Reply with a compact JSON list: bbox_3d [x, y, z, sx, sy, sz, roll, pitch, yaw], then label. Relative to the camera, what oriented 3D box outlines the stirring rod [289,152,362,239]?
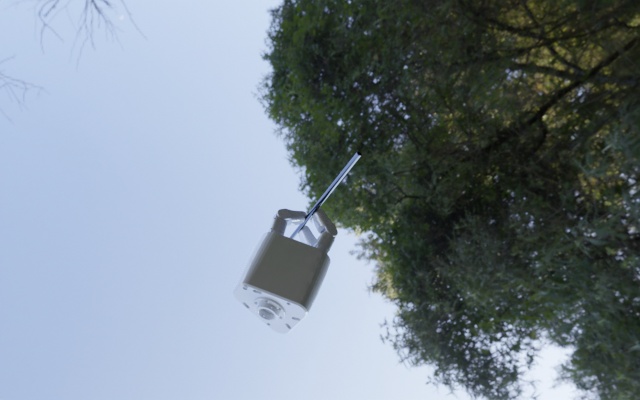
[{"bbox_3d":[0.000,0.002,0.760,0.011,0.011,0.240,0,-35,-34],"label":"stirring rod"}]
